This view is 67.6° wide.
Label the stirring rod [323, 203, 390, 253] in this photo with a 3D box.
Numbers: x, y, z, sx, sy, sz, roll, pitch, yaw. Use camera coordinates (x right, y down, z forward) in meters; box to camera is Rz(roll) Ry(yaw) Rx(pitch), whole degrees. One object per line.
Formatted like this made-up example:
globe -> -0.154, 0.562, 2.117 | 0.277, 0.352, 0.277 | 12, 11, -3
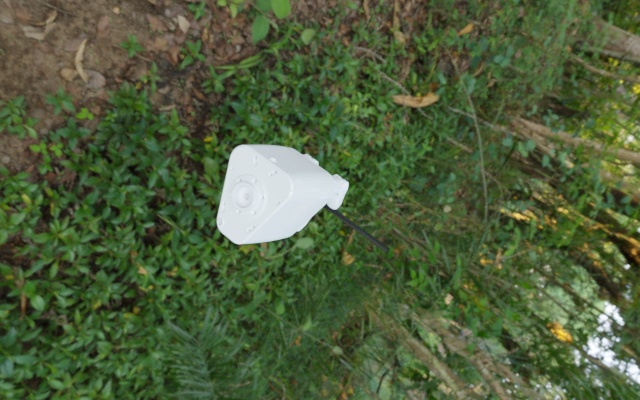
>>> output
stirring rod -> 0.000, 0.002, 0.690 | 0.239, 0.011, 0.011 | 36, 14, 20
